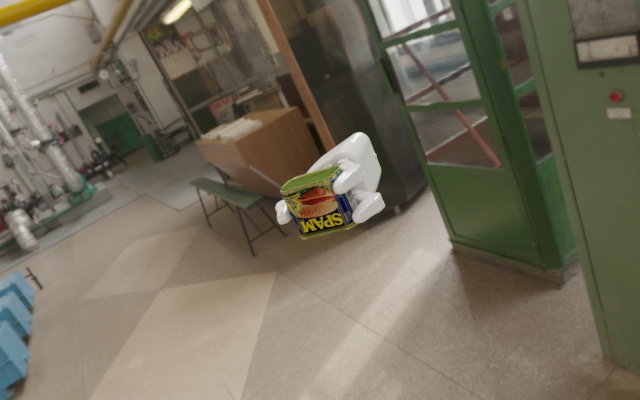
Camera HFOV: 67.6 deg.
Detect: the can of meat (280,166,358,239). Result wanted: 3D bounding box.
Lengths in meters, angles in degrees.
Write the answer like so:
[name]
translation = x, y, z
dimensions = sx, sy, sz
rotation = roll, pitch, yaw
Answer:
[can of meat]
translation = 0.000, 0.002, 0.715
dimensions = 0.102, 0.084, 0.057
rotation = -15, 22, 27
